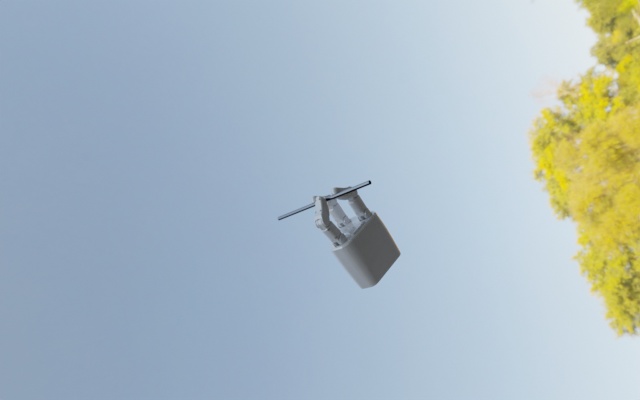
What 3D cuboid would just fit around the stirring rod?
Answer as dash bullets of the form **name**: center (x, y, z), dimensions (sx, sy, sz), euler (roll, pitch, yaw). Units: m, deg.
- **stirring rod**: center (0.000, 0.003, 0.897), dimensions (0.239, 0.011, 0.011), euler (-22, -15, 40)
